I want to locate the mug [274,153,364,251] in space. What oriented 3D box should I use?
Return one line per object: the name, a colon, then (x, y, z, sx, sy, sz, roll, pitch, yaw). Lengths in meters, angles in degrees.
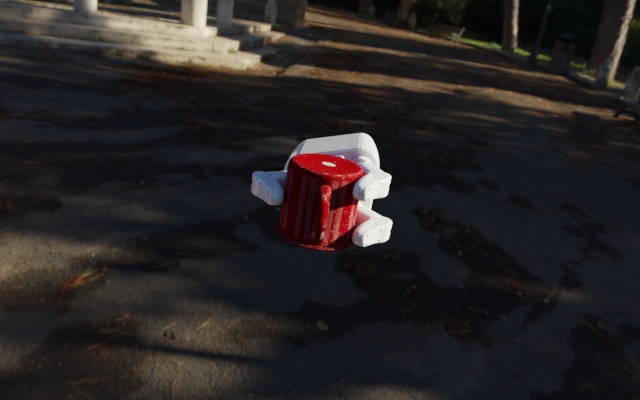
mug: (0.000, 0.002, 0.508, 0.093, 0.081, 0.117, 9, 20, 0)
